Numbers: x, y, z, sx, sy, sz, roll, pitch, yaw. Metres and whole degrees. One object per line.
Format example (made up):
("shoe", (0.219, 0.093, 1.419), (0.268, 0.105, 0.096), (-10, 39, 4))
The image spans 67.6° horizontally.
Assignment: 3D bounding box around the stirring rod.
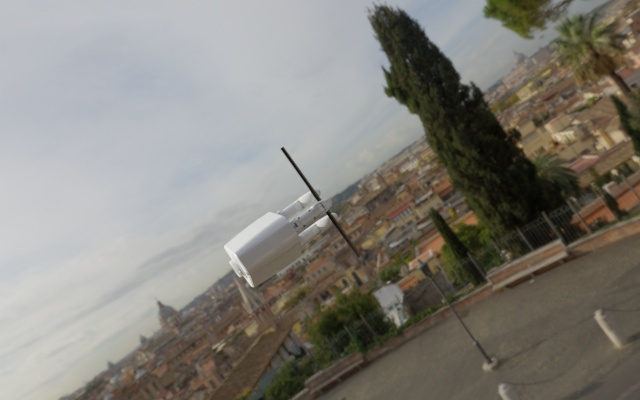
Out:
("stirring rod", (0.000, 0.003, 0.860), (0.011, 0.239, 0.011), (-36, -1, -1))
